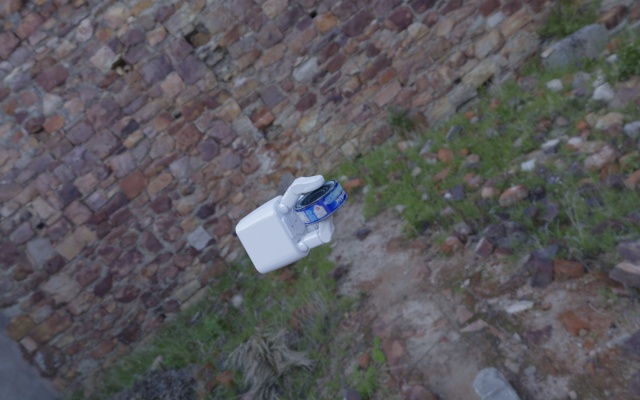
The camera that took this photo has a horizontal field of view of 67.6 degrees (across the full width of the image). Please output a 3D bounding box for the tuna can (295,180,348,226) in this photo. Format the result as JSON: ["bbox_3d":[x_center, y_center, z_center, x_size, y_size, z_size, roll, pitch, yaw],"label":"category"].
[{"bbox_3d":[0.000,0.002,0.785,0.086,0.034,0.086,-32,15,9],"label":"tuna can"}]
